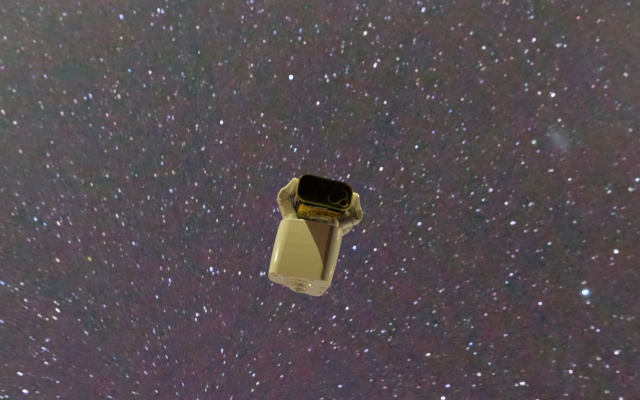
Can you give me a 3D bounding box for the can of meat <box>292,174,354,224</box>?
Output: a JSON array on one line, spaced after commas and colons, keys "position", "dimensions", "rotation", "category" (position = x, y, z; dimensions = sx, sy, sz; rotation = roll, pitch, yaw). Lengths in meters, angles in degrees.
[{"position": [0.000, 0.003, 0.880], "dimensions": [0.102, 0.057, 0.084], "rotation": [13, -29, -7], "category": "can of meat"}]
